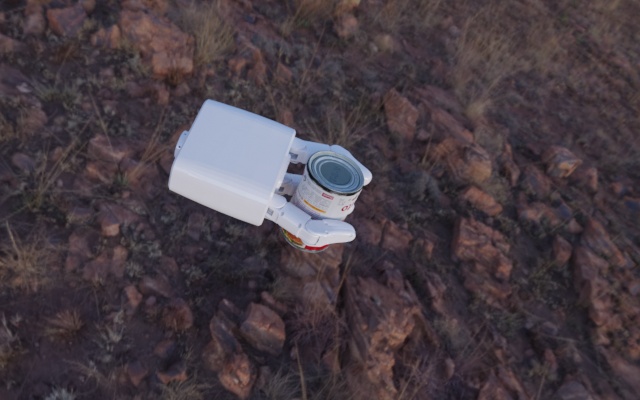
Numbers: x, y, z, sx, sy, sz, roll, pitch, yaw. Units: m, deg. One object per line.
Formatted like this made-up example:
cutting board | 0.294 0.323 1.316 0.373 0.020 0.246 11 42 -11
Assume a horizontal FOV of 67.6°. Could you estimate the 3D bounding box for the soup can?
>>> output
soup can | 0.001 0.002 0.542 0.068 0.068 0.102 0 -41 -27
